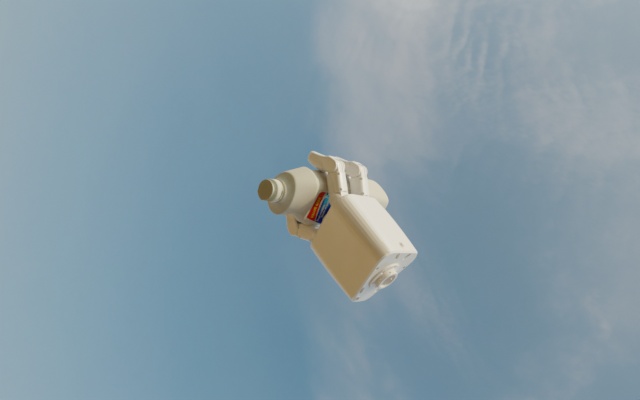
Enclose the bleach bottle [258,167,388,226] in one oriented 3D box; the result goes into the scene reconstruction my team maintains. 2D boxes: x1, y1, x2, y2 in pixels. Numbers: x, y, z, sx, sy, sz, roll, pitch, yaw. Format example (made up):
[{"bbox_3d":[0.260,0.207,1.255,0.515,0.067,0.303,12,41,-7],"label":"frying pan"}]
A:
[{"bbox_3d":[0.000,0.002,0.725,0.251,0.068,0.102,7,-51,-51],"label":"bleach bottle"}]
